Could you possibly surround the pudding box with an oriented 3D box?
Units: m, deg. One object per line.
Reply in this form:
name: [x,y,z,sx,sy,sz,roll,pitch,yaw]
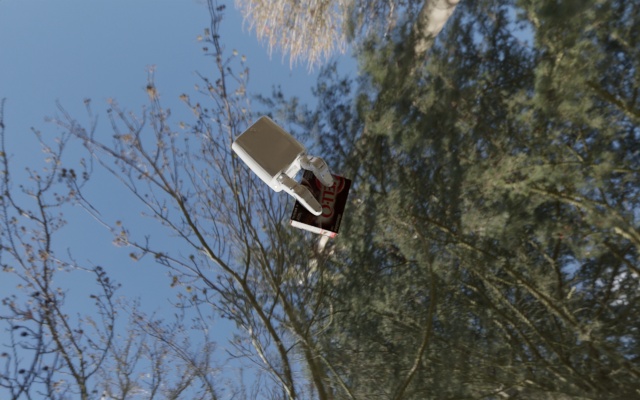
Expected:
pudding box: [0.000,0.003,0.874,0.090,0.113,0.039,16,-19,-2]
